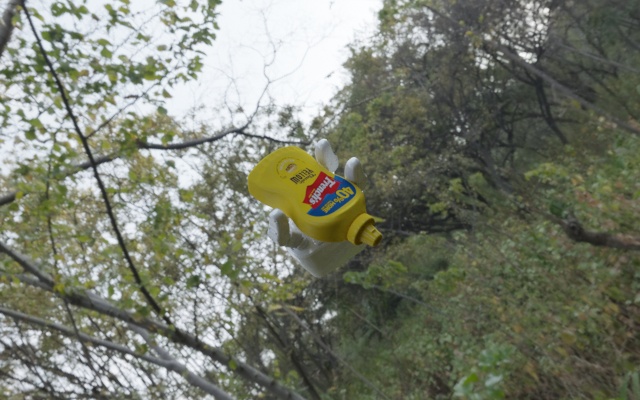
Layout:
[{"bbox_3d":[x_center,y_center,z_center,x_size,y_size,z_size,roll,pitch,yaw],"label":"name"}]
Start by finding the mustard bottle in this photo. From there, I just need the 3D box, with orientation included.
[{"bbox_3d":[0.000,0.002,0.624,0.191,0.058,0.096,35,53,27],"label":"mustard bottle"}]
